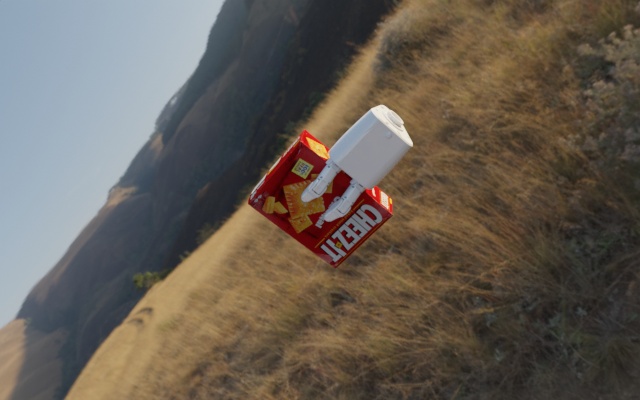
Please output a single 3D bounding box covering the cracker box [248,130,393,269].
[{"bbox_3d":[0.000,0.003,0.875,0.214,0.164,0.072,38,25,-13],"label":"cracker box"}]
